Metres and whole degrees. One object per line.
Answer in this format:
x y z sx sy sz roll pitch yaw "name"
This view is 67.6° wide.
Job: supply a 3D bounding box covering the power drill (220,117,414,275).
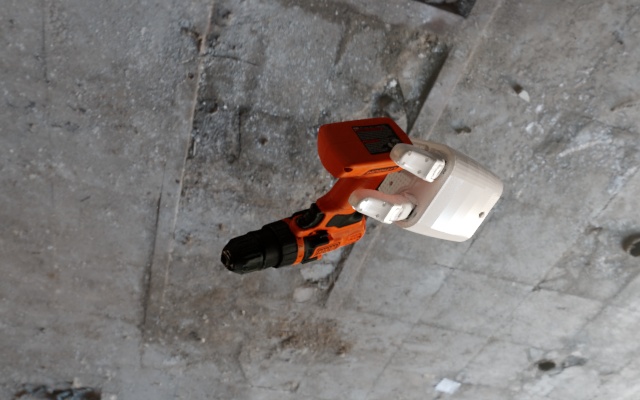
0.000 0.001 0.489 0.184 0.057 0.188 -15 -27 -38 "power drill"
